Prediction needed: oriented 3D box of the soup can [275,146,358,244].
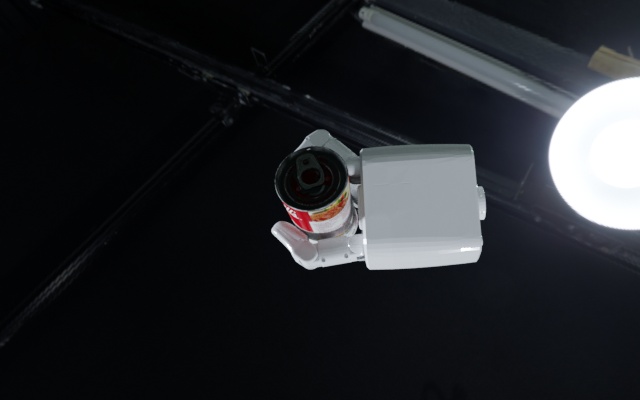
[{"bbox_3d":[0.000,0.002,0.476,0.068,0.068,0.102,0,-27,11],"label":"soup can"}]
